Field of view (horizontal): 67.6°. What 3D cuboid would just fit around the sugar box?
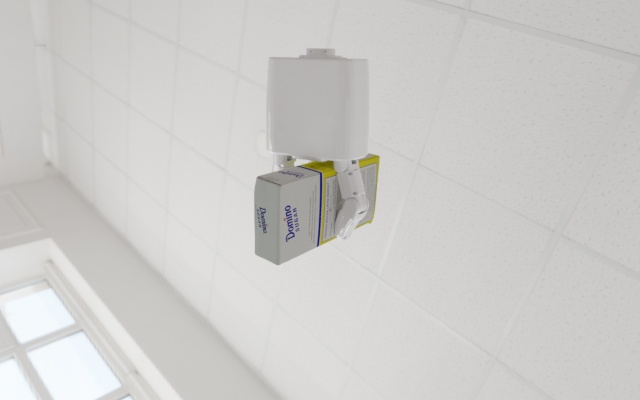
[{"bbox_3d":[0.000,0.002,0.558,0.048,0.093,0.176,20,25,39],"label":"sugar box"}]
